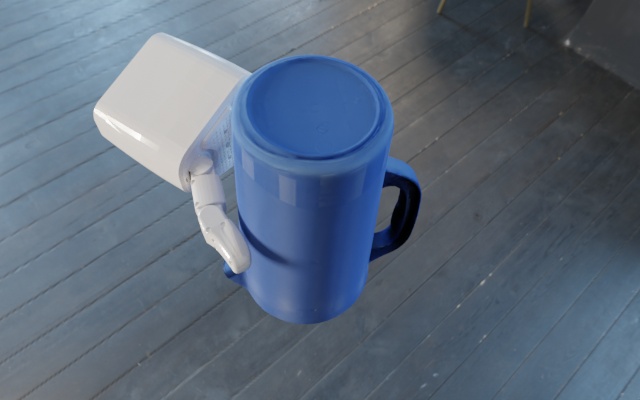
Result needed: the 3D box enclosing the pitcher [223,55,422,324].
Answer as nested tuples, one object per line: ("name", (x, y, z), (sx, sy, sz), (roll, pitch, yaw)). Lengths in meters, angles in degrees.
("pitcher", (0.000, 0.001, 0.409), (0.145, 0.149, 0.243), (31, -29, 15))
